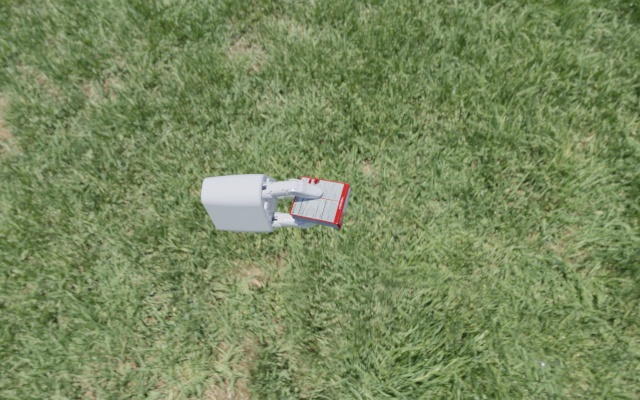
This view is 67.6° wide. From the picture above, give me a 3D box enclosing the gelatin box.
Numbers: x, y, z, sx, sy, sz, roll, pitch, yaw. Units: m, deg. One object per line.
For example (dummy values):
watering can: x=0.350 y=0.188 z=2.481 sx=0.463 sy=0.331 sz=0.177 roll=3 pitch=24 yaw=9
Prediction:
gelatin box: x=0.000 y=0.003 z=0.804 sx=0.089 sy=0.073 sz=0.030 roll=10 pitch=-18 yaw=19
